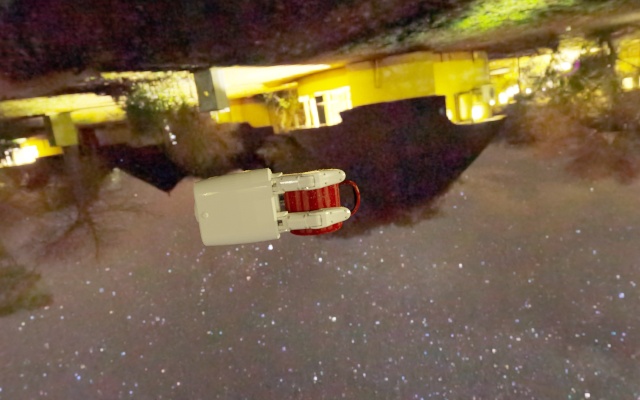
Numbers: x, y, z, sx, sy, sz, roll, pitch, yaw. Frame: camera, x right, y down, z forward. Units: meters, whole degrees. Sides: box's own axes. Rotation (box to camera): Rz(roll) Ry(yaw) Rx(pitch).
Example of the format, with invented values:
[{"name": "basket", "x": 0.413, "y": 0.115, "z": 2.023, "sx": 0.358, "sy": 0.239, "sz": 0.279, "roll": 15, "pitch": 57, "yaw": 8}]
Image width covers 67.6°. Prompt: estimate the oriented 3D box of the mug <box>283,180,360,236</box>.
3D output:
[{"name": "mug", "x": 0.002, "y": 0.002, "z": 0.707, "sx": 0.117, "sy": 0.081, "sz": 0.093, "roll": -7, "pitch": 10, "yaw": -1}]
